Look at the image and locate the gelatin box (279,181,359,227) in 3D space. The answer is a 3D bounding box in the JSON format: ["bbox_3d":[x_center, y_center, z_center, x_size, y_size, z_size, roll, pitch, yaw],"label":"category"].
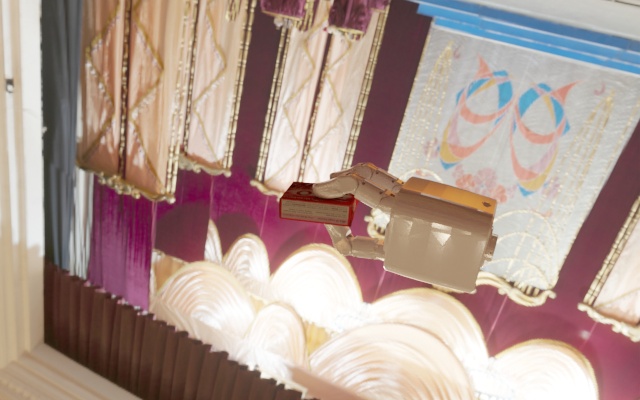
[{"bbox_3d":[0.000,0.002,0.590,0.089,0.030,0.073,6,19,8],"label":"gelatin box"}]
